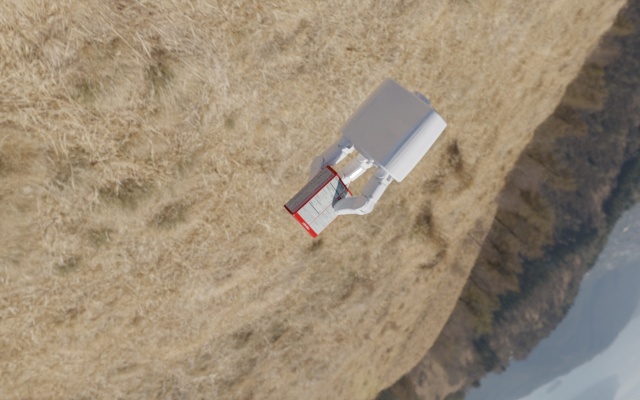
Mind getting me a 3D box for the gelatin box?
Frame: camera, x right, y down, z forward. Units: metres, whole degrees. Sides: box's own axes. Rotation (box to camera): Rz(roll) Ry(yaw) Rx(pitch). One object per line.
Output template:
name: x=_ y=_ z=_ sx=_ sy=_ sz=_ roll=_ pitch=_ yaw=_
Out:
gelatin box: x=0.000 y=0.003 z=0.701 sx=0.030 sy=0.089 sz=0.073 roll=43 pitch=-5 yaw=40
